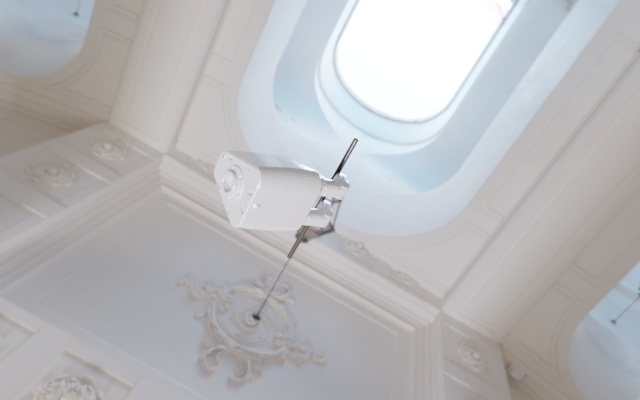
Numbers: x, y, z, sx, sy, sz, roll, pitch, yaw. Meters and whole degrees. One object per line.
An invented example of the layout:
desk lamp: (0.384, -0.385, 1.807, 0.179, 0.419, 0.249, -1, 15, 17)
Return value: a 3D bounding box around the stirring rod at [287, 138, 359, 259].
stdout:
stirring rod: (0.000, 0.002, 0.772, 0.011, 0.240, 0.011, 24, 25, -12)
